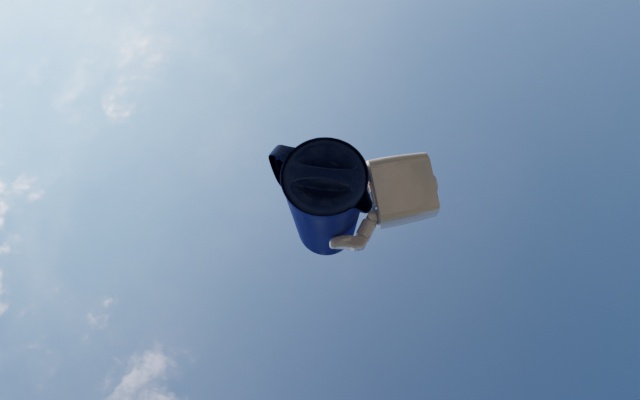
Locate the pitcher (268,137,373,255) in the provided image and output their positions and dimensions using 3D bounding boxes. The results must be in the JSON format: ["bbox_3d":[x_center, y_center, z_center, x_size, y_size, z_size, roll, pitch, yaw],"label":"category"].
[{"bbox_3d":[0.000,0.003,0.817,0.145,0.149,0.243,-11,-24,-4],"label":"pitcher"}]
